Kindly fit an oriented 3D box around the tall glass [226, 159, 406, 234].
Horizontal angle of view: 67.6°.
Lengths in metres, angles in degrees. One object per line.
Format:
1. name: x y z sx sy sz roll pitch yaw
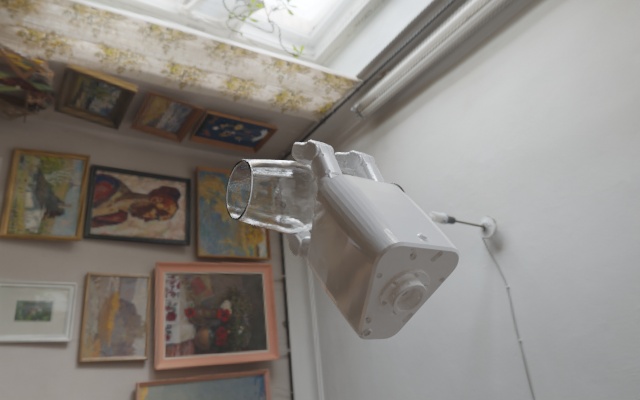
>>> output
1. tall glass: 0.001 0.002 0.533 0.201 0.079 0.079 9 -5 -33
